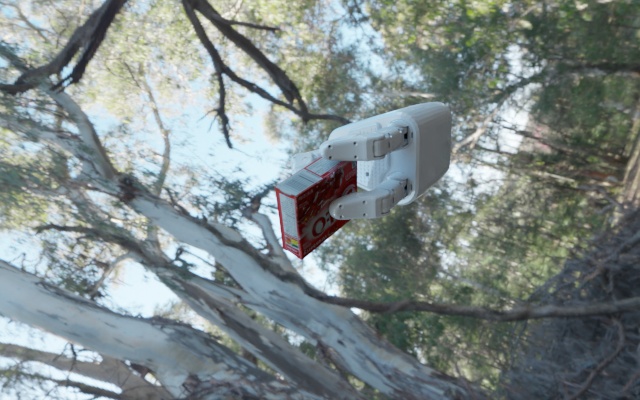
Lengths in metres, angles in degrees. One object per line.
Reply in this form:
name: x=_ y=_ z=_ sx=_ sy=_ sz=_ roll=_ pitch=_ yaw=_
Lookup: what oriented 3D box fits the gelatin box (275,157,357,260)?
gelatin box: x=-0.001 y=0.001 z=0.454 sx=0.030 sy=0.073 sz=0.089 roll=25 pitch=44 yaw=33
